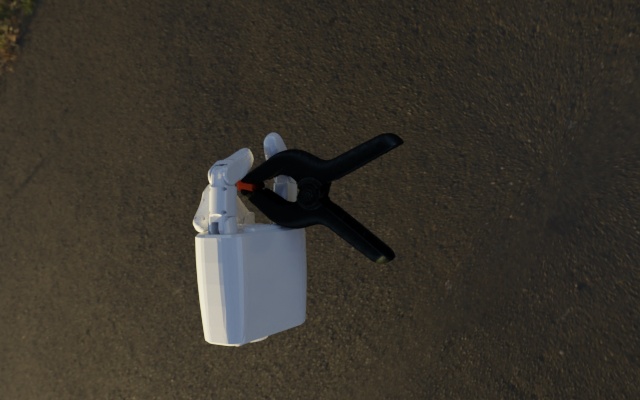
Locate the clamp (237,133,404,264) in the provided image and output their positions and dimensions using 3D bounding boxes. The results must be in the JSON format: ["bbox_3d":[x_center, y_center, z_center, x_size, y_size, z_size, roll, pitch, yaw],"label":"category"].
[{"bbox_3d":[0.000,0.001,0.464,0.171,0.120,0.039,-2,2,26],"label":"clamp"}]
